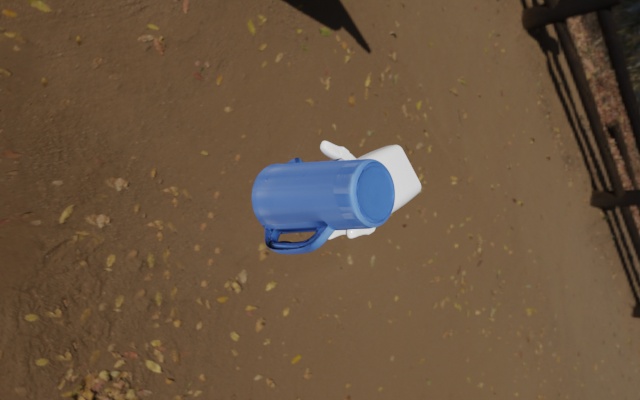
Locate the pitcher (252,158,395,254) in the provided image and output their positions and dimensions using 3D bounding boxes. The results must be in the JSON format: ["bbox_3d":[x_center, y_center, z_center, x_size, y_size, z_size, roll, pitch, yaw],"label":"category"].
[{"bbox_3d":[0.000,0.003,0.816,0.243,0.149,0.145,-3,16,47],"label":"pitcher"}]
